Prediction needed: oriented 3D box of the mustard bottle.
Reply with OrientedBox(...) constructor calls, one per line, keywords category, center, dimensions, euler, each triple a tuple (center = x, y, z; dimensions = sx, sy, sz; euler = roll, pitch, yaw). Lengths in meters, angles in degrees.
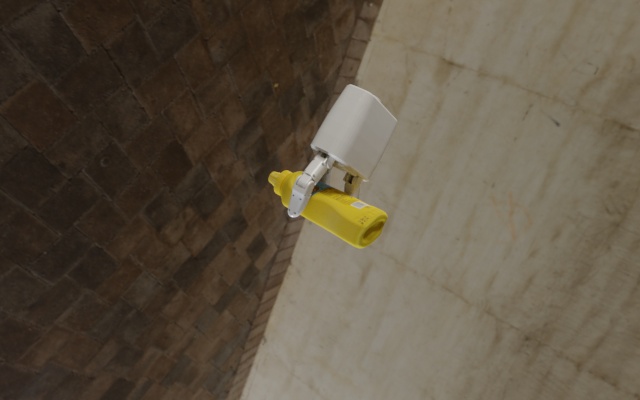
OrientedBox(category="mustard bottle", center=(0.000, 0.003, 0.723), dimensions=(0.191, 0.058, 0.096), euler=(28, 22, 22))
